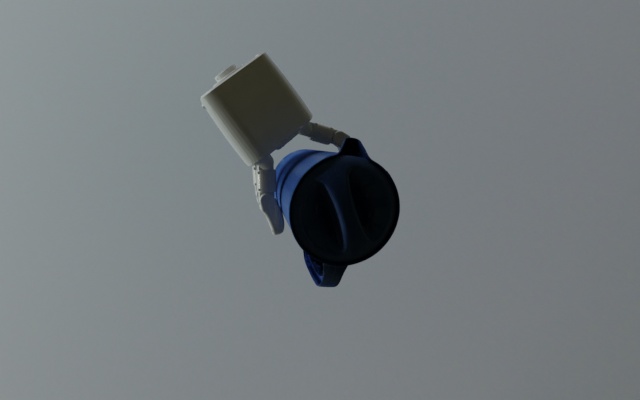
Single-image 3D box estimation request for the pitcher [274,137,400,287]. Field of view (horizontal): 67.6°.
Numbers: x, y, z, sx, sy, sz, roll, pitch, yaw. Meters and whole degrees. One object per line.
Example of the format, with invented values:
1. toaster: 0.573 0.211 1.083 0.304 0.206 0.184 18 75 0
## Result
1. pitcher: 0.000 0.002 0.658 0.149 0.145 0.242 -40 17 -4
